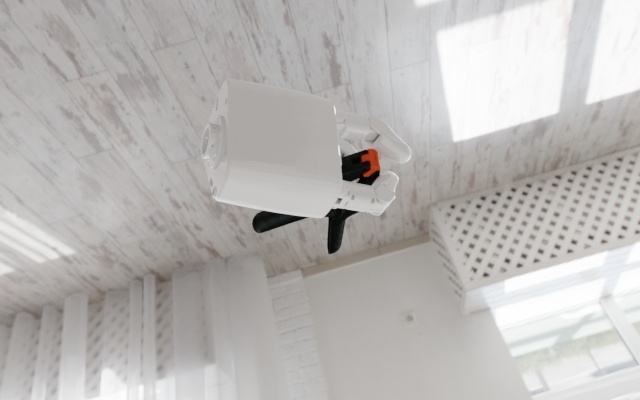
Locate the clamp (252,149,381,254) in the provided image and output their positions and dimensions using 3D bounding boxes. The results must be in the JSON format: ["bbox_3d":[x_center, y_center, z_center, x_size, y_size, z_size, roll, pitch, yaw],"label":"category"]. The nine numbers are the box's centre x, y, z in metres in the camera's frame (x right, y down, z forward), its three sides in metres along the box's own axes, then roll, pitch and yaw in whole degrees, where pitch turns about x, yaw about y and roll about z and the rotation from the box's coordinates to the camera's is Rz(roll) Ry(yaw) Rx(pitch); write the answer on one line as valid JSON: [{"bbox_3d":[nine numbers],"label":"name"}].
[{"bbox_3d":[0.000,0.002,0.539,0.120,0.039,0.171,8,-43,-26],"label":"clamp"}]
